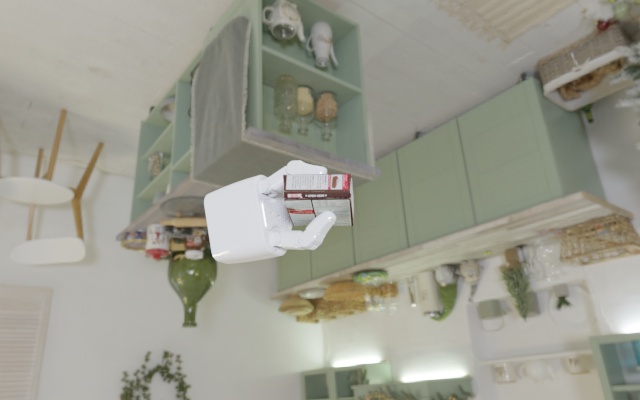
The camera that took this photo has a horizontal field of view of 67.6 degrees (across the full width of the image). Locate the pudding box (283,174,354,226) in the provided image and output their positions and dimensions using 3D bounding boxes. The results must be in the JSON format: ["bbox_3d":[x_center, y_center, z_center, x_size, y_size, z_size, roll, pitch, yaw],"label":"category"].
[{"bbox_3d":[0.000,0.002,0.652,0.090,0.039,0.113,-1,-20,4],"label":"pudding box"}]
